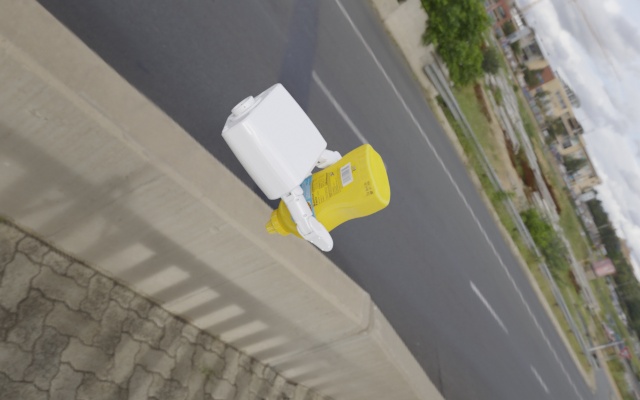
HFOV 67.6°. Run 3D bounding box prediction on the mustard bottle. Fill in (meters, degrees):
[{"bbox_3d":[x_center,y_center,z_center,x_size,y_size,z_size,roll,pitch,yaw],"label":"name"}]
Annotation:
[{"bbox_3d":[0.001,0.002,0.664,0.192,0.096,0.058,-27,-42,25],"label":"mustard bottle"}]
